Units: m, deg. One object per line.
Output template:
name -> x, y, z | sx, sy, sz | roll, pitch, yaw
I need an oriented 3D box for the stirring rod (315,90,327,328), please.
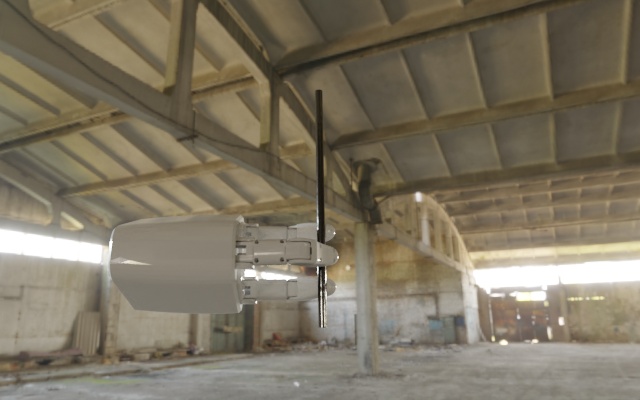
stirring rod -> 0.000, 0.002, 0.472 | 0.011, 0.239, 0.011 | -1, -14, 0
